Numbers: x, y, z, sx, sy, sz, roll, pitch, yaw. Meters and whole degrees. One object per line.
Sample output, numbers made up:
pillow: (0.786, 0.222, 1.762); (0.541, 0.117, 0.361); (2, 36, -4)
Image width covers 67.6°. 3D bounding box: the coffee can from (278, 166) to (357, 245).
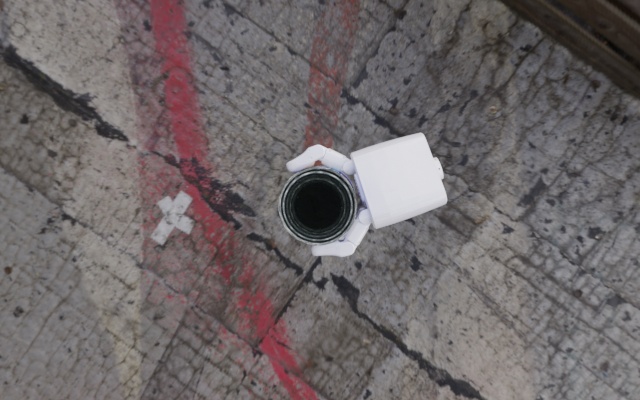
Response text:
coffee can: (0.000, 0.002, 0.684); (0.103, 0.103, 0.140); (0, 5, 3)
